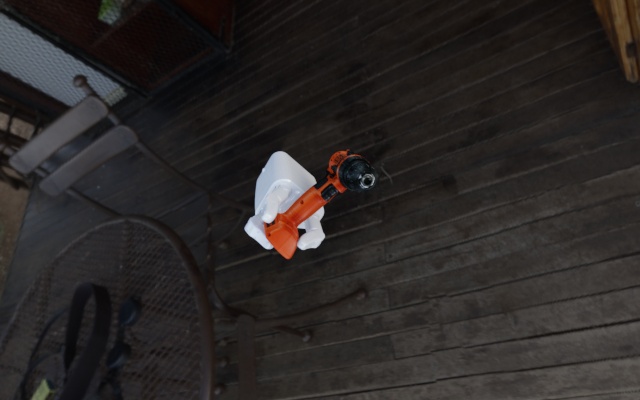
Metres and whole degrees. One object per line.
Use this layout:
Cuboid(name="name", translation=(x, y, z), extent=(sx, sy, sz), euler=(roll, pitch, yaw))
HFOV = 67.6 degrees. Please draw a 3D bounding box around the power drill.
Cuboid(name="power drill", translation=(0.000, 0.003, 0.724), extent=(0.187, 0.057, 0.184), euler=(-41, 13, 2))
